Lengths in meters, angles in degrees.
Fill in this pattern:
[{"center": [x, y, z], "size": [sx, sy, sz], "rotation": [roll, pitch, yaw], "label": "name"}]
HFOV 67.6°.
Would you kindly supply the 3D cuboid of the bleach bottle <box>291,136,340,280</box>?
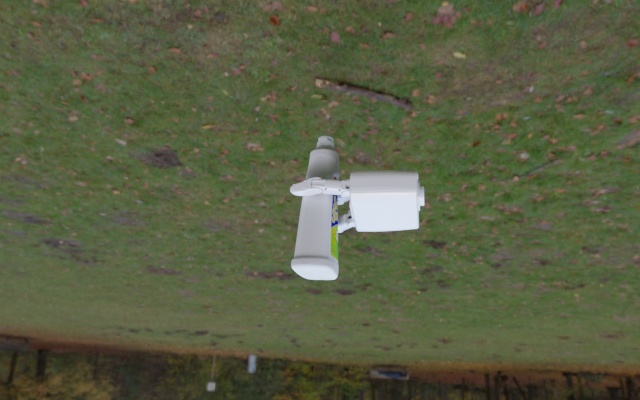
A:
[{"center": [0.000, 0.003, 0.815], "size": [0.068, 0.250, 0.103], "rotation": [-1, -21, 13], "label": "bleach bottle"}]
